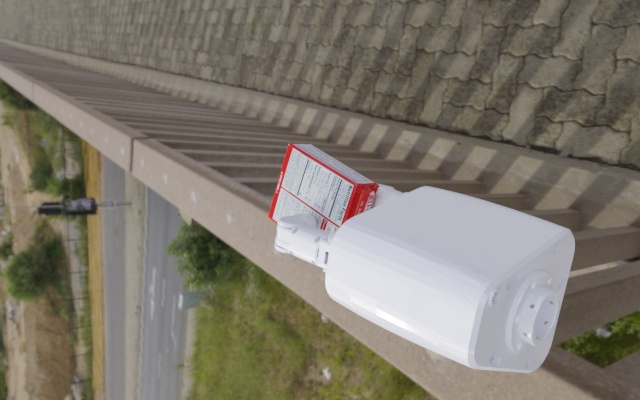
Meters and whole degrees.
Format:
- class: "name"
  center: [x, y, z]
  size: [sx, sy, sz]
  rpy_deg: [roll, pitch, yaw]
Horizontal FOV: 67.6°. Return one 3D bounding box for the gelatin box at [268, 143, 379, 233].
- class: "gelatin box"
  center: [0.000, 0.001, 0.404]
  size: [0.030, 0.073, 0.089]
  rpy_deg: [-5, 30, -46]
